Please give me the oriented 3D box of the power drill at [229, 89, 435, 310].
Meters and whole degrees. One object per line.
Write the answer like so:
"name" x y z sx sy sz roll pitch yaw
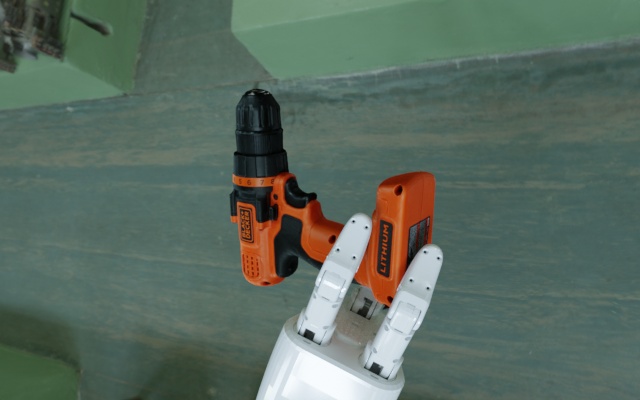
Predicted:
"power drill" 0.000 0.002 0.405 0.187 0.184 0.057 12 22 37
